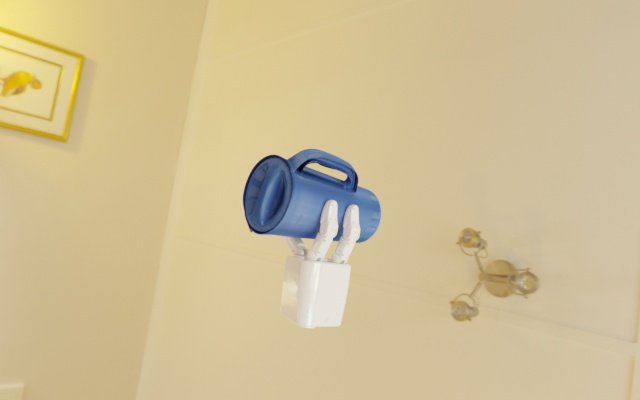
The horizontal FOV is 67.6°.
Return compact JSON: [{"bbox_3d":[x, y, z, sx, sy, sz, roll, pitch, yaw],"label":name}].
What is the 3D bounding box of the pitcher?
[{"bbox_3d":[0.000,0.003,0.845,0.243,0.145,0.149,13,-9,-42],"label":"pitcher"}]
